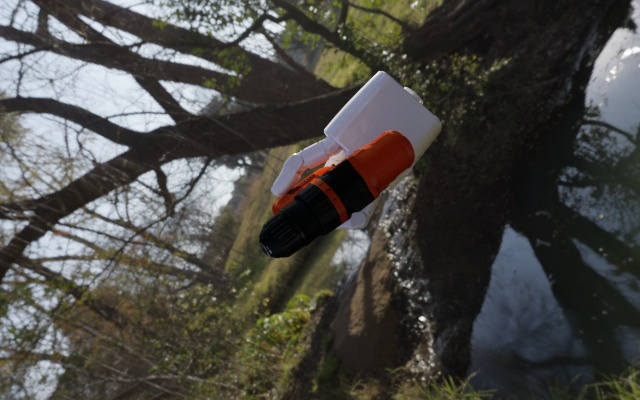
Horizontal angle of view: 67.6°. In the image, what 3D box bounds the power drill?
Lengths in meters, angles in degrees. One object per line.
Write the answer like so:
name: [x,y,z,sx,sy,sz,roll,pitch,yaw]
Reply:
power drill: [0.000,0.002,0.536,0.184,0.057,0.187,-35,5,-16]
